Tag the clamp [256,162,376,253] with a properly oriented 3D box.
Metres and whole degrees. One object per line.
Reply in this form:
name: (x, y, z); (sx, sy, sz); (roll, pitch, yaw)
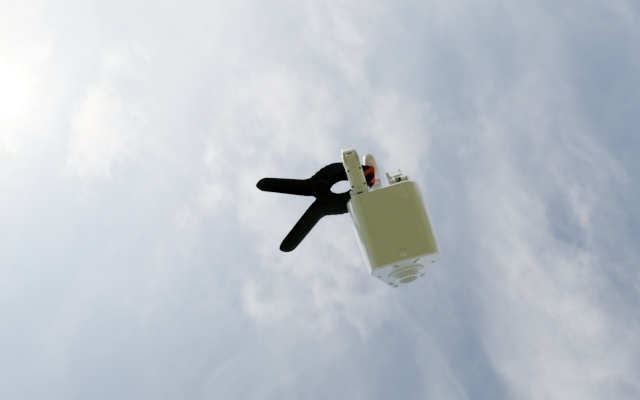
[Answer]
clamp: (0.000, 0.002, 0.671); (0.171, 0.120, 0.039); (-16, -21, 3)
